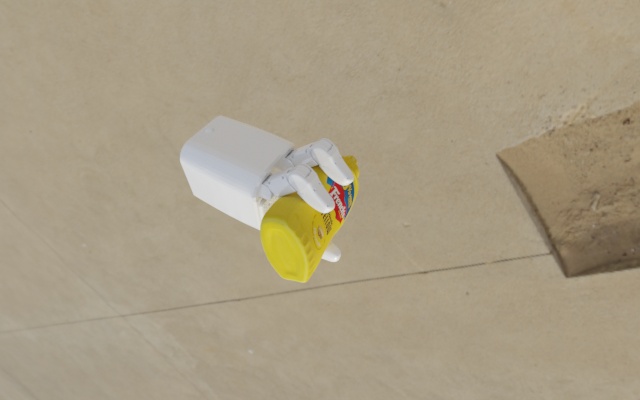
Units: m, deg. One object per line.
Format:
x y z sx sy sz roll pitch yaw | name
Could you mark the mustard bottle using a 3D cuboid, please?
0.000 0.002 0.583 0.058 0.096 0.191 5 38 29 | mustard bottle
